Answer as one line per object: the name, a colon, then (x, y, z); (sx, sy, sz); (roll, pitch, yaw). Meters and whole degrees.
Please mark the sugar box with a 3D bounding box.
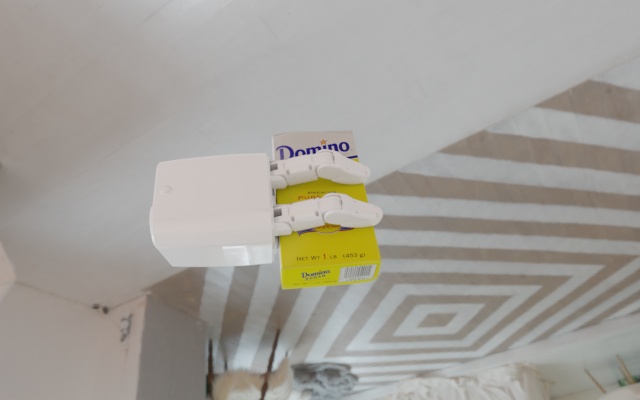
sugar box: (0.000, 0.001, 0.491); (0.093, 0.176, 0.048); (-3, -37, -8)
